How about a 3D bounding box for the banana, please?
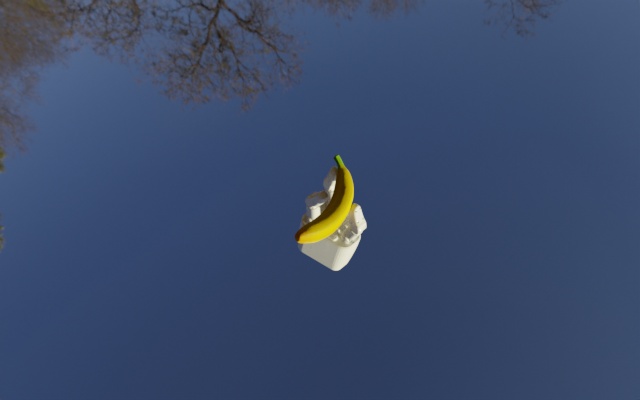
[{"bbox_3d":[0.016,0.010,0.813,0.069,0.197,0.037,34,-40,-11],"label":"banana"}]
